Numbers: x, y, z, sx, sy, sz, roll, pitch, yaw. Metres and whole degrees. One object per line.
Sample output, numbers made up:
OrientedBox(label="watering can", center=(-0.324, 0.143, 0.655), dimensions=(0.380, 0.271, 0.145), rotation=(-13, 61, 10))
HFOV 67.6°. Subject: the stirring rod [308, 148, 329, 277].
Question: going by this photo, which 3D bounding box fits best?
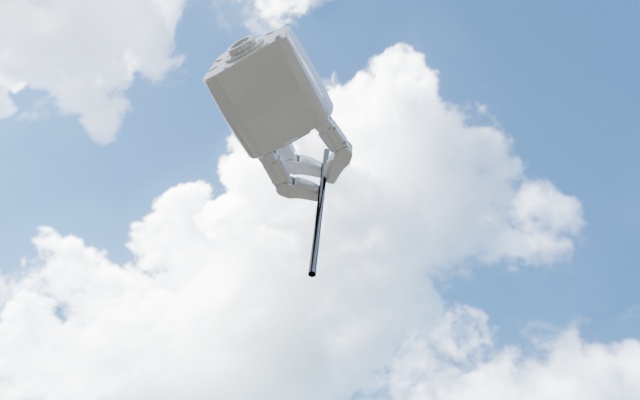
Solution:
OrientedBox(label="stirring rod", center=(0.000, 0.002, 0.566), dimensions=(0.011, 0.011, 0.239), rotation=(0, 36, 5))
